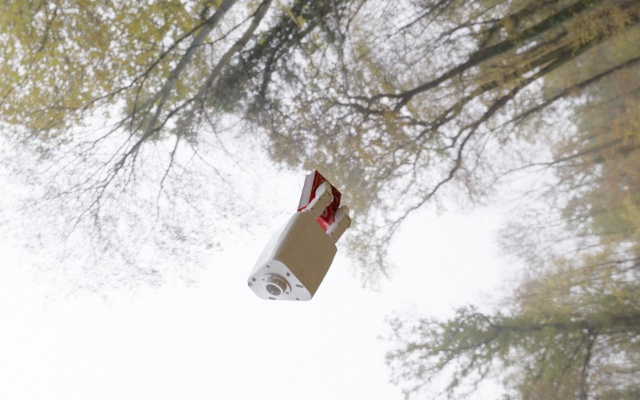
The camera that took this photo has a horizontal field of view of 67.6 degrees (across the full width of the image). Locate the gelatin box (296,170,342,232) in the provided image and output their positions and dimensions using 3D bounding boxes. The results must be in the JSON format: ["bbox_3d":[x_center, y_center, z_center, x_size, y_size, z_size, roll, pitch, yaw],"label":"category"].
[{"bbox_3d":[0.000,0.003,0.831,0.030,0.089,0.073,-26,-53,34],"label":"gelatin box"}]
